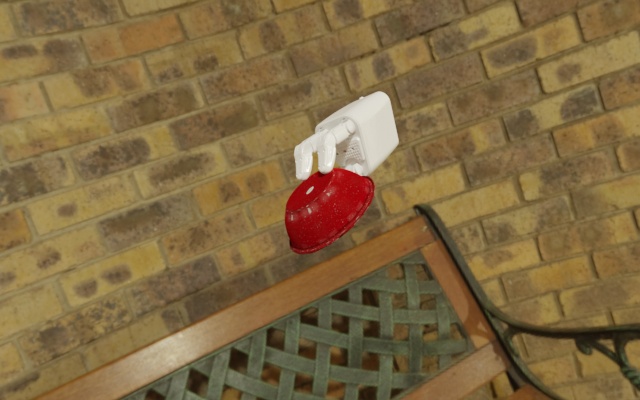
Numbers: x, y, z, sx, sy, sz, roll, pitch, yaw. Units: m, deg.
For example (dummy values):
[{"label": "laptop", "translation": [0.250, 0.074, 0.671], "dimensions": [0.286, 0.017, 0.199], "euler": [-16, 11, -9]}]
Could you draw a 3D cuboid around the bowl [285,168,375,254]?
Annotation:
[{"label": "bowl", "translation": [-0.001, 0.003, 0.710], "dimensions": [0.055, 0.162, 0.162], "euler": [48, -23, -23]}]
